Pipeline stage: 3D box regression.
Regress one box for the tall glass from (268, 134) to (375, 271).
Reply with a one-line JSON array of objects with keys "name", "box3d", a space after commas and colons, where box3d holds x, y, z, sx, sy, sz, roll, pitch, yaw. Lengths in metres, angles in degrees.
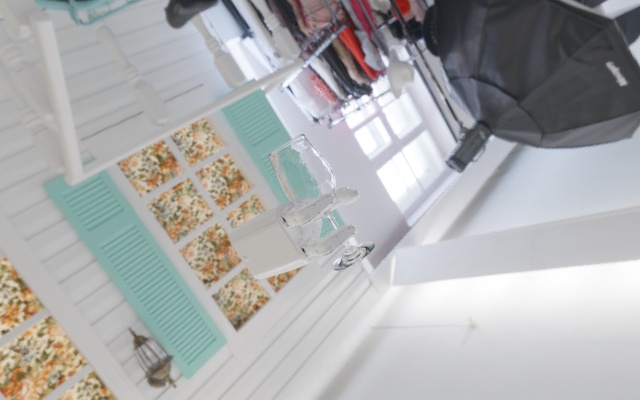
[{"name": "tall glass", "box3d": [0.001, 0.003, 0.712, 0.079, 0.201, 0.079, -30, 11, 7]}]
